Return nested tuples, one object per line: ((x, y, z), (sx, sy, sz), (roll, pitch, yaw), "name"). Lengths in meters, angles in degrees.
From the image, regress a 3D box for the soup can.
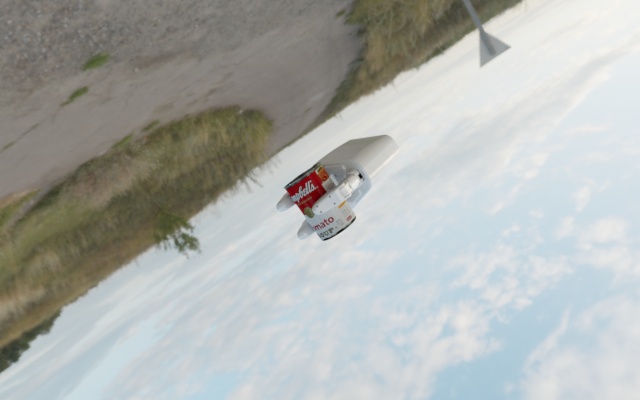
((0.000, 0.003, 0.732), (0.068, 0.102, 0.068), (-34, 8, 5), "soup can")
